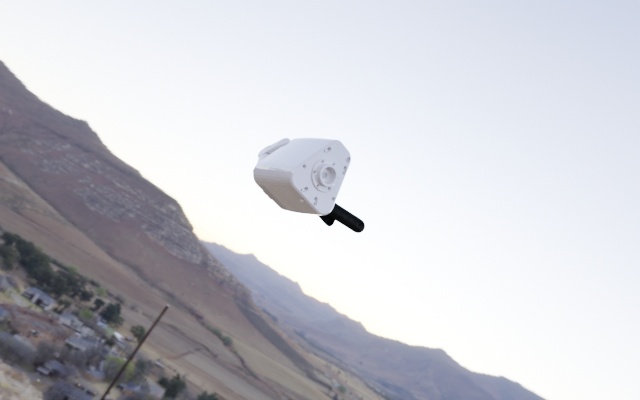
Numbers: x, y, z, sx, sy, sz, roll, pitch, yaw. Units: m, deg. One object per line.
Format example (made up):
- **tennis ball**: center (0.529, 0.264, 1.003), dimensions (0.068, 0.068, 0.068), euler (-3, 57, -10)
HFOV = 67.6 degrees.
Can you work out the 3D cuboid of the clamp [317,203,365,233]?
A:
- **clamp**: center (0.000, 0.002, 0.826), dimensions (0.171, 0.039, 0.120), euler (40, -20, -33)
